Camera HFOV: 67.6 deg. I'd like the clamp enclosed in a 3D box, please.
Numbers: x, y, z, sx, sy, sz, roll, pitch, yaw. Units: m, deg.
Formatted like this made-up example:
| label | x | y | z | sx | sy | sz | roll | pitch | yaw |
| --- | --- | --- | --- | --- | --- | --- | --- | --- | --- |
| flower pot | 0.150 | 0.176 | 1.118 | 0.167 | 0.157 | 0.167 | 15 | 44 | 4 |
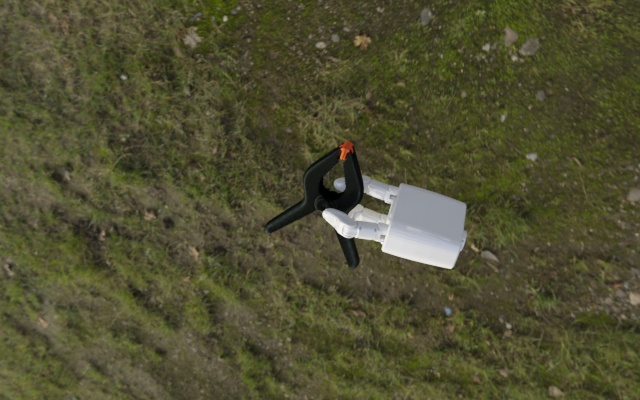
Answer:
| label | x | y | z | sx | sy | sz | roll | pitch | yaw |
| --- | --- | --- | --- | --- | --- | --- | --- | --- | --- |
| clamp | 0.000 | 0.002 | 0.738 | 0.164 | 0.210 | 0.036 | 16 | 32 | 7 |
